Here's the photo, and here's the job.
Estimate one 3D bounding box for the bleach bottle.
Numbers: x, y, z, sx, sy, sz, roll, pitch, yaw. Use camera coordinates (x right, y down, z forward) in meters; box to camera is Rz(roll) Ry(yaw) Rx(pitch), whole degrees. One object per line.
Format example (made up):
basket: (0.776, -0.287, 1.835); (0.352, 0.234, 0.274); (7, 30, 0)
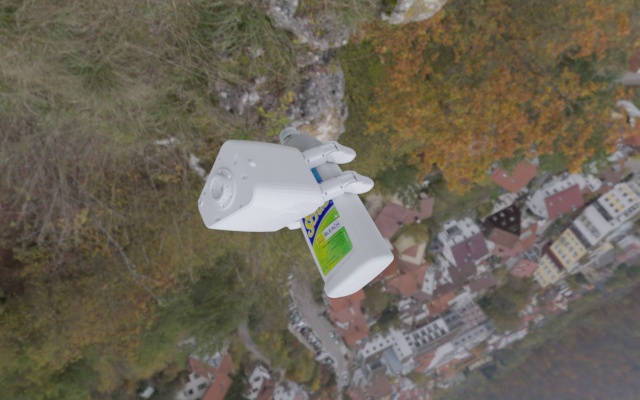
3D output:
bleach bottle: (0.000, 0.002, 0.672); (0.068, 0.250, 0.103); (2, -40, -47)
